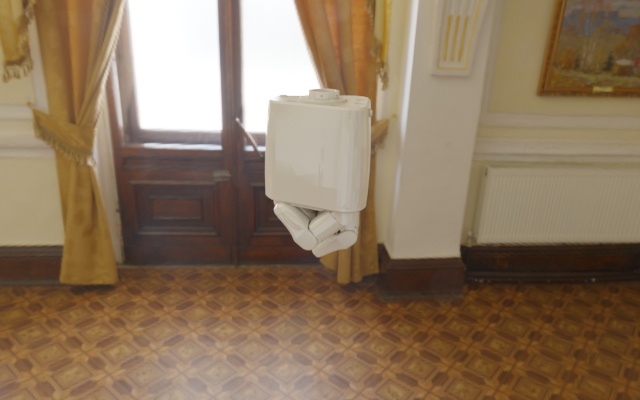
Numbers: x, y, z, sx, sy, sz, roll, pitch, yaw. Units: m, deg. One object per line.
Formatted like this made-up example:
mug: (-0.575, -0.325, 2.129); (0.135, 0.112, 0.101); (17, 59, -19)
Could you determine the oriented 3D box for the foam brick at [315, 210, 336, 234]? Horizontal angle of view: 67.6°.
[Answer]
foam brick: (0.000, 0.002, 0.590); (0.053, 0.051, 0.078); (4, 20, 7)
